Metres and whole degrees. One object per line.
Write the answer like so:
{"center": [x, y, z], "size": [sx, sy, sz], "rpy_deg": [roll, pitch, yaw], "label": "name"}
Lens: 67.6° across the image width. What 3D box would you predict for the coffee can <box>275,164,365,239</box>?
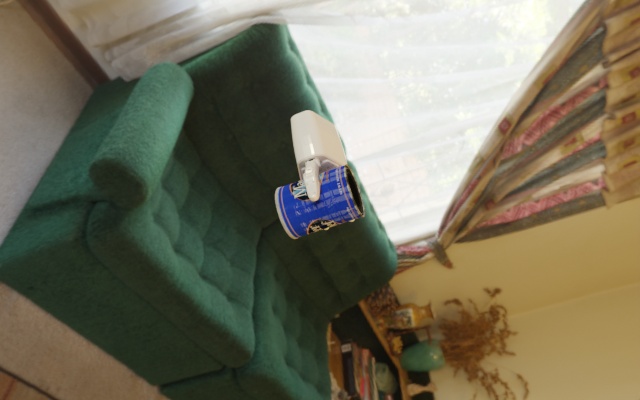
{"center": [0.000, 0.003, 0.890], "size": [0.140, 0.103, 0.103], "rpy_deg": [-18, -5, 14], "label": "coffee can"}
